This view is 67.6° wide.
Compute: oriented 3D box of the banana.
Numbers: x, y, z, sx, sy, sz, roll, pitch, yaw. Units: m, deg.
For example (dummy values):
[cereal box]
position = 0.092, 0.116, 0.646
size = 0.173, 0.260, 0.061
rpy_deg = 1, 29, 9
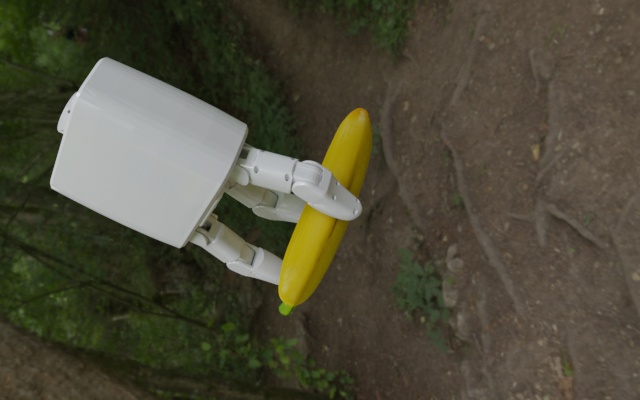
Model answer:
[banana]
position = 0.004, 0.004, 0.399
size = 0.037, 0.198, 0.069
rpy_deg = 25, -7, -15
